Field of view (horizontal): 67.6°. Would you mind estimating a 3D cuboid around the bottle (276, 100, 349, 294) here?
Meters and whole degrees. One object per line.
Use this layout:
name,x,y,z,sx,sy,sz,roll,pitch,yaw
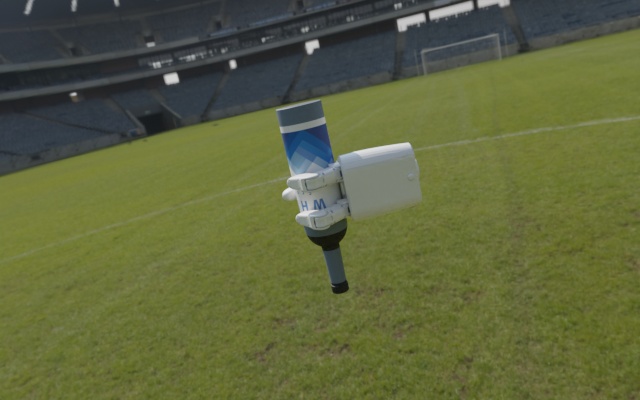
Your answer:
bottle,0.000,0.002,0.718,0.069,0.296,0.069,-12,14,3
